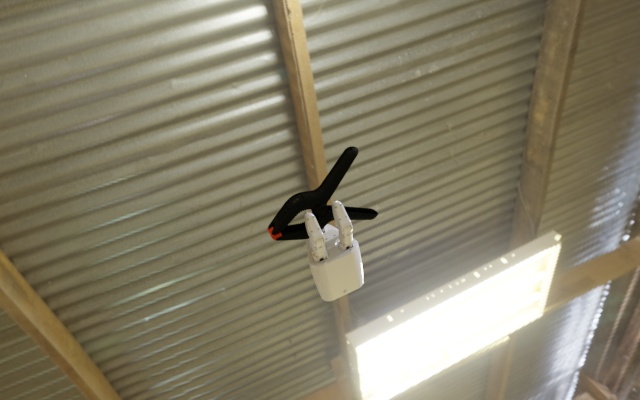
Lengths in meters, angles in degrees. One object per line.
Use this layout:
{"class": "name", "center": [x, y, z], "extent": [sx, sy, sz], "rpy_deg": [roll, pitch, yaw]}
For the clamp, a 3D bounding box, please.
{"class": "clamp", "center": [-0.001, 0.003, 0.855], "extent": [0.210, 0.165, 0.036], "rpy_deg": [-23, 35, -13]}
